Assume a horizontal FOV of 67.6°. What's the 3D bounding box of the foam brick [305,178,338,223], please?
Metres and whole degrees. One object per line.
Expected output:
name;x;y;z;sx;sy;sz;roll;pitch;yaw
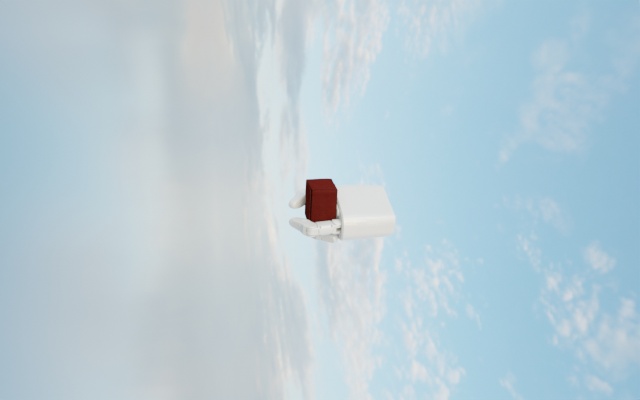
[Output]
foam brick;0.000;0.003;0.899;0.051;0.078;0.053;-3;28;-11
